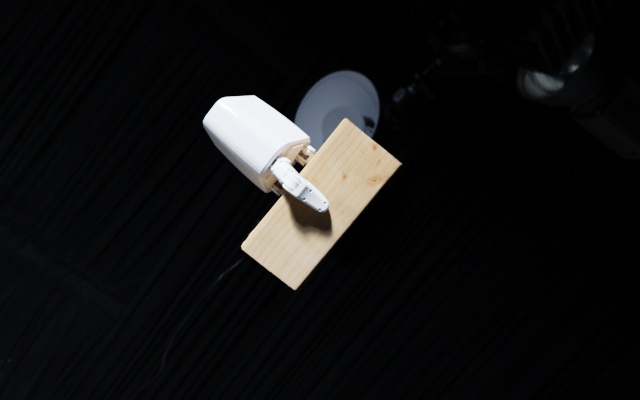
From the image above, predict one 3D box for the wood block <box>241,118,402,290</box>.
[{"bbox_3d":[0.000,0.002,0.625,0.090,0.206,0.091,39,7,-5],"label":"wood block"}]
